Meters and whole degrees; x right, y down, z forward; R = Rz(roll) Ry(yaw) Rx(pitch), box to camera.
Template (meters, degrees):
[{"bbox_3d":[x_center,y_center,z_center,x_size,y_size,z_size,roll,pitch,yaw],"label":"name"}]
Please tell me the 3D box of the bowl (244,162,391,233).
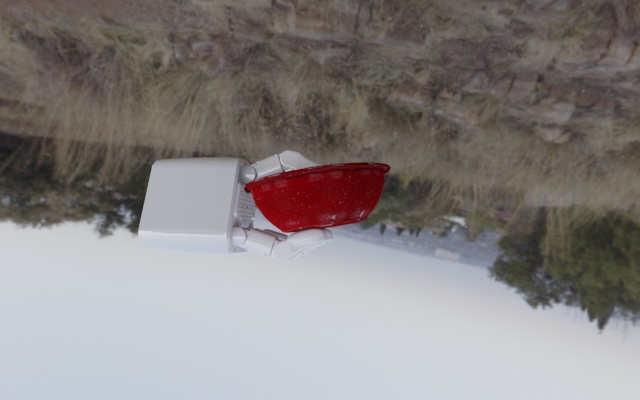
[{"bbox_3d":[0.001,0.002,0.519,0.162,0.055,0.162,-9,-6,-1],"label":"bowl"}]
